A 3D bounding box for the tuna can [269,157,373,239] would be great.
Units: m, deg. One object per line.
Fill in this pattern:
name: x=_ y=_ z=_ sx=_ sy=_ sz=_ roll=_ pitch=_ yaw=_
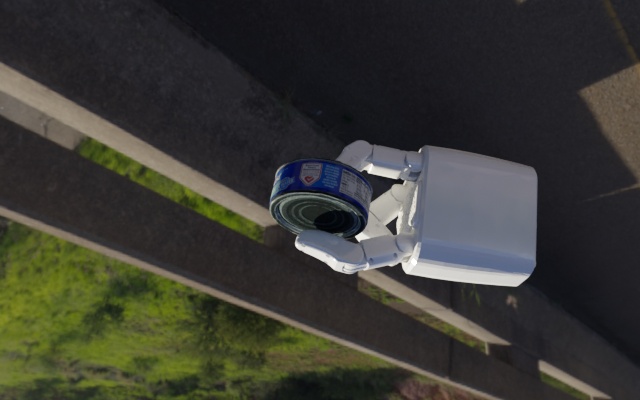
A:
tuna can: x=0.000 y=0.002 z=0.407 sx=0.086 sy=0.033 sz=0.086 roll=8 pitch=-30 yaw=5
